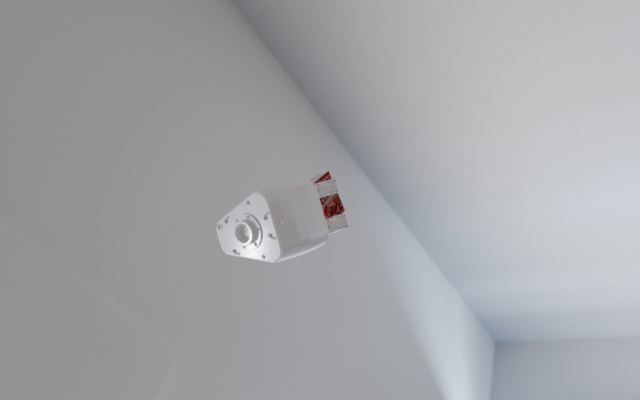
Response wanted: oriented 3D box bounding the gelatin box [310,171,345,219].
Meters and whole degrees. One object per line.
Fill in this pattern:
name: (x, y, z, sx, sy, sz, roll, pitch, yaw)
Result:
gelatin box: (0.000, 0.002, 0.761, 0.030, 0.073, 0.089, -17, 13, 30)
